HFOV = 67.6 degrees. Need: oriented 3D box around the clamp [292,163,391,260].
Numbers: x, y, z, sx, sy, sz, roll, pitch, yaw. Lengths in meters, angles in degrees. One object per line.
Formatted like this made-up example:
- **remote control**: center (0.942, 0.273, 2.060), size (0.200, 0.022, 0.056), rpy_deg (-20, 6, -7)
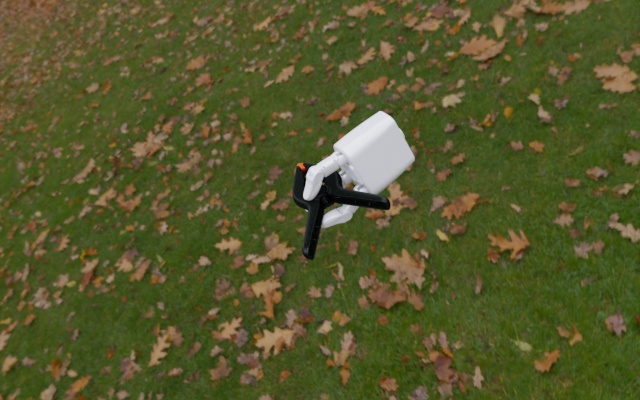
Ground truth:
- **clamp**: center (0.000, 0.002, 0.834), size (0.164, 0.036, 0.210), rpy_deg (-37, 44, -9)
